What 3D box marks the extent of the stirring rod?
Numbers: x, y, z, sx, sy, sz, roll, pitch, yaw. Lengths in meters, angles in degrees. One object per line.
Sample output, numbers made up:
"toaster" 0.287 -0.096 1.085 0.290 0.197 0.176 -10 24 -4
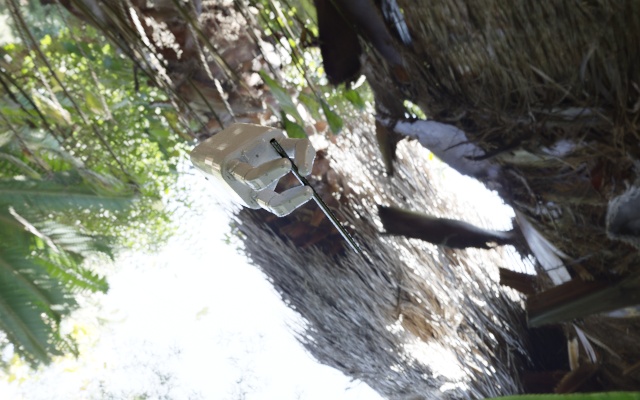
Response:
"stirring rod" 0.000 0.002 0.649 0.011 0.011 0.240 0 -38 38
